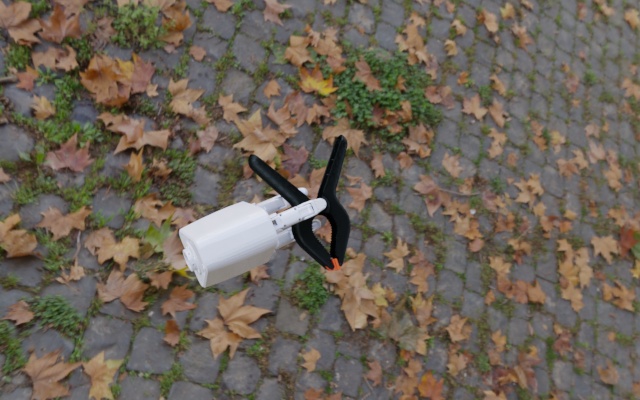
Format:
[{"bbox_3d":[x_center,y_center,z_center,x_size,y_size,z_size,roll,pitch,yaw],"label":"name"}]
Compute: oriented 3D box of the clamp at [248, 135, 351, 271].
[{"bbox_3d":[0.000,0.003,0.735,0.164,0.210,0.036,-23,0,-22],"label":"clamp"}]
